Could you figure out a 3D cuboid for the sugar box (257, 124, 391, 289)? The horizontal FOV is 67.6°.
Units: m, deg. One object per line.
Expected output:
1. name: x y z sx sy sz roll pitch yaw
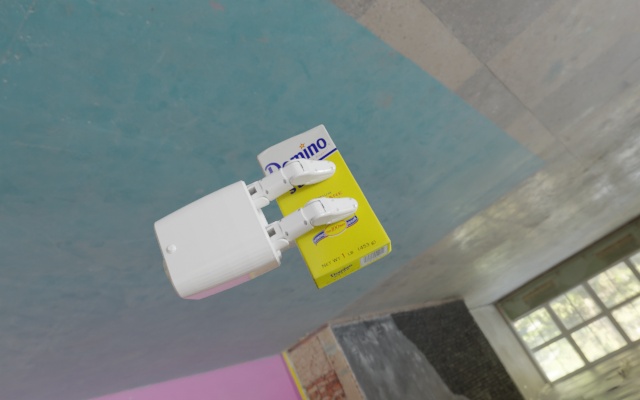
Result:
1. sugar box: 0.000 0.002 0.551 0.093 0.176 0.048 -26 -25 -5
